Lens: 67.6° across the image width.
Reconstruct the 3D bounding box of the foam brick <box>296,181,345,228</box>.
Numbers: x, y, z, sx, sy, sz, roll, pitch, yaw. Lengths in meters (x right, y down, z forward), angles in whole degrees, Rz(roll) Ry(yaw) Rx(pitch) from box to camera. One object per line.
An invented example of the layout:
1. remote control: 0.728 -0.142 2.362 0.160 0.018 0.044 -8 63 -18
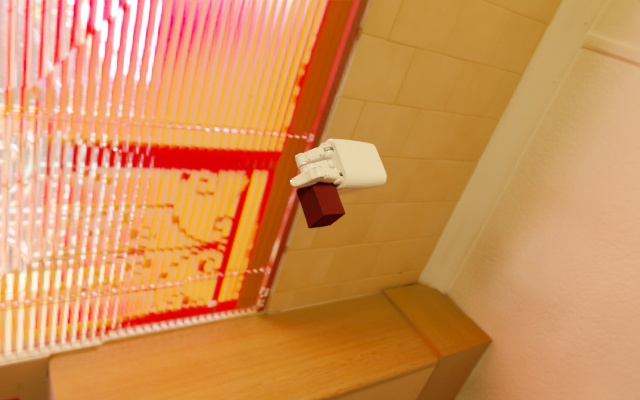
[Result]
1. foam brick: 0.000 0.003 0.849 0.051 0.078 0.053 -2 -26 -38
